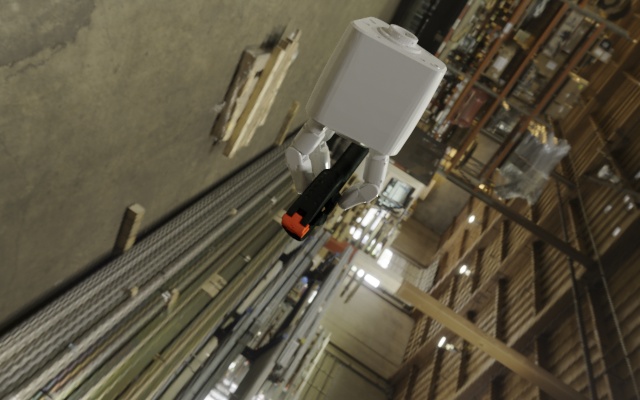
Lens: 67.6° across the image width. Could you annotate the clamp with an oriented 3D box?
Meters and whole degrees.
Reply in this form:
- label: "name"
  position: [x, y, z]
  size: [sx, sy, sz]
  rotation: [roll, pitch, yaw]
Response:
- label: "clamp"
  position: [0.001, 0.002, 0.584]
  size: [0.036, 0.165, 0.210]
  rotation: [34, 32, 6]
